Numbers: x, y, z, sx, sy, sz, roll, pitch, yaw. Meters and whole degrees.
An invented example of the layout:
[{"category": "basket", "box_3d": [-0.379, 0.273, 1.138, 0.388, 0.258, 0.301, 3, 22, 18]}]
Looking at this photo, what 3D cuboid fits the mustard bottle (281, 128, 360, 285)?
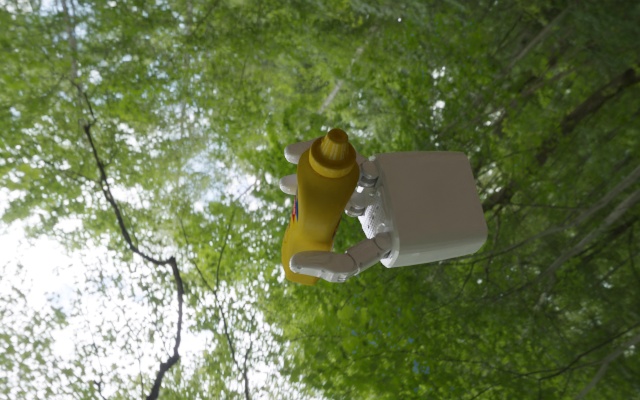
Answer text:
[{"category": "mustard bottle", "box_3d": [0.000, 0.002, 0.475, 0.058, 0.096, 0.192, 14, -37, -1]}]
